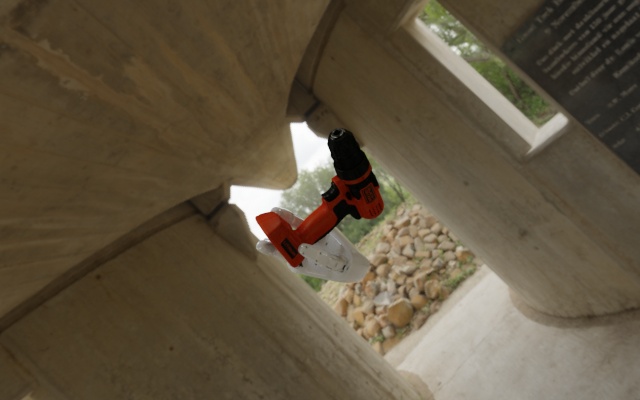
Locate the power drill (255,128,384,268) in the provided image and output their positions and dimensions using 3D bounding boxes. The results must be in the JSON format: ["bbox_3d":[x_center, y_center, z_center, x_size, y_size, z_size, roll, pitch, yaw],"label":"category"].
[{"bbox_3d":[0.000,0.003,0.710,0.187,0.185,0.057,-35,44,-5],"label":"power drill"}]
